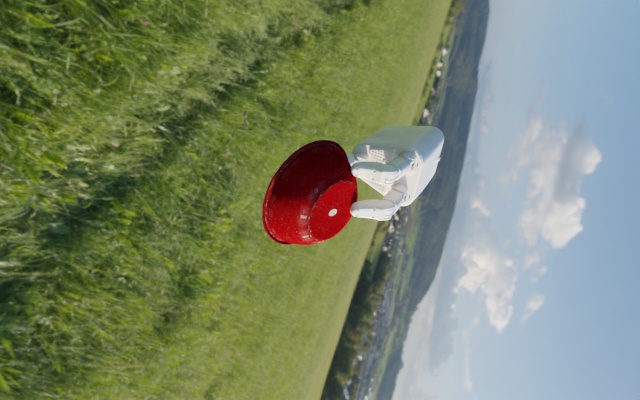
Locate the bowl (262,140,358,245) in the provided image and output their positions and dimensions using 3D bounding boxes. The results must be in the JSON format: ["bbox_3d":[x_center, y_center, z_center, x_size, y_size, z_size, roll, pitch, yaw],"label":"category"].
[{"bbox_3d":[-0.001,0.003,0.648,0.055,0.162,0.162,34,21,36],"label":"bowl"}]
